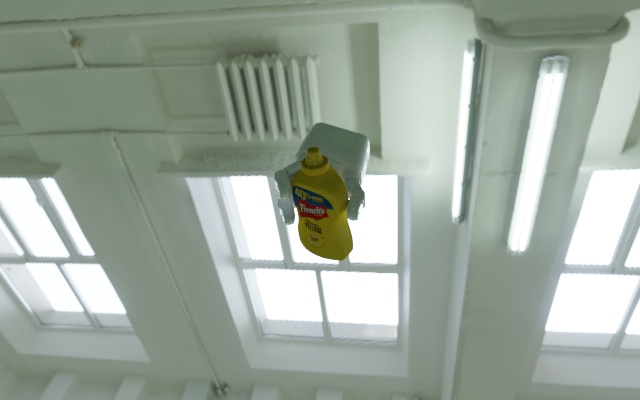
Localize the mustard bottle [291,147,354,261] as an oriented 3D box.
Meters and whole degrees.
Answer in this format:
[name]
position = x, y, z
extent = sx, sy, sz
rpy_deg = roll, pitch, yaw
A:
[mustard bottle]
position = 0.000, 0.003, 0.739
extent = 0.096, 0.192, 0.058
rpy_deg = 22, 46, 33
